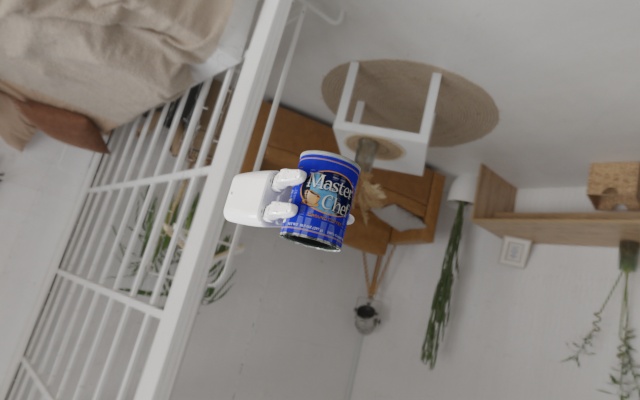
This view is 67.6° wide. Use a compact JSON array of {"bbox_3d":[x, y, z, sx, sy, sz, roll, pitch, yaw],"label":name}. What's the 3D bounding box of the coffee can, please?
[{"bbox_3d":[0.000,0.002,0.776,0.103,0.140,0.103,14,-13,3],"label":"coffee can"}]
